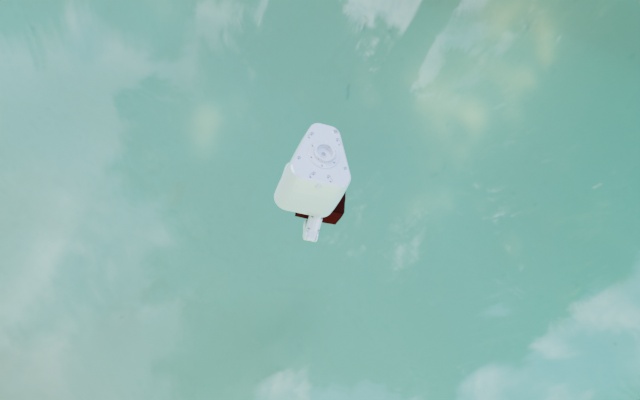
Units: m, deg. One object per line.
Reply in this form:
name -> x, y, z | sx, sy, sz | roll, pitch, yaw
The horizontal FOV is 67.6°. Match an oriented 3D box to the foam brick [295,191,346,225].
foam brick -> 0.000, 0.003, 0.828 | 0.078, 0.053, 0.051 | 12, -29, -12
